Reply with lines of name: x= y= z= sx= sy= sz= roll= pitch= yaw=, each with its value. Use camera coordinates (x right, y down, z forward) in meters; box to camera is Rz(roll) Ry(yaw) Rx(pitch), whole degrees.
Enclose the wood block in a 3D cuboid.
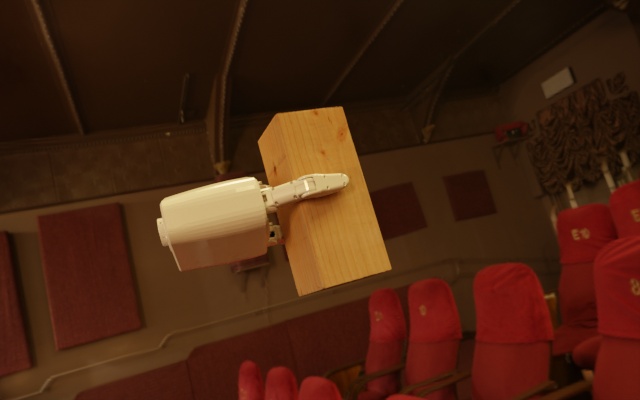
wood block: x=0.000 y=0.002 z=0.583 sx=0.090 sy=0.206 sz=0.091 roll=-11 pitch=-11 yaw=-25
